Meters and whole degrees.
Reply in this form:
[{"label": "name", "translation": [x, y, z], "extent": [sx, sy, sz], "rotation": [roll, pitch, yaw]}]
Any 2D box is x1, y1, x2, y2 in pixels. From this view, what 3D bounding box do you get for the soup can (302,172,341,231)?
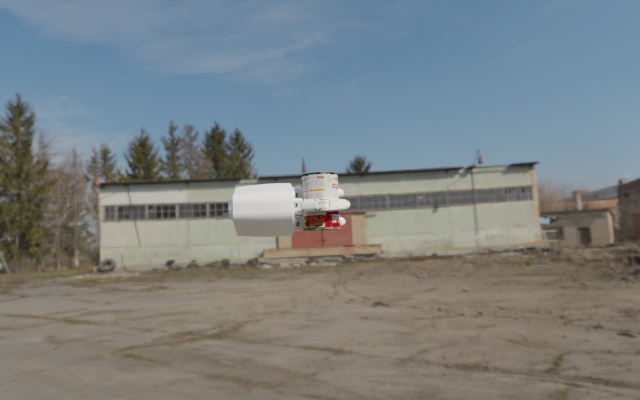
[{"label": "soup can", "translation": [0.001, 0.003, 0.869], "extent": [0.068, 0.102, 0.068], "rotation": [-3, -5, 0]}]
